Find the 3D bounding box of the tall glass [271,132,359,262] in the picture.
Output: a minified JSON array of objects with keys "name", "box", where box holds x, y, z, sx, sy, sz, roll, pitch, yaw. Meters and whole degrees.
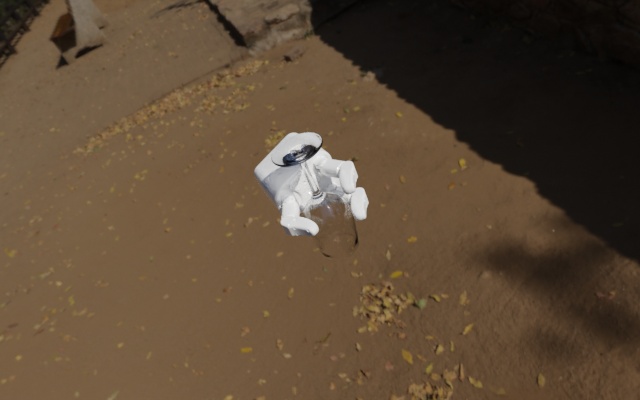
[{"name":"tall glass","box":[0.000,0.002,0.704,0.079,0.201,0.079,-15,38,12]}]
